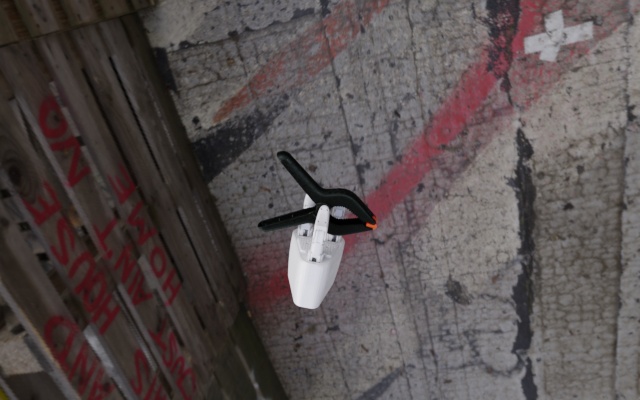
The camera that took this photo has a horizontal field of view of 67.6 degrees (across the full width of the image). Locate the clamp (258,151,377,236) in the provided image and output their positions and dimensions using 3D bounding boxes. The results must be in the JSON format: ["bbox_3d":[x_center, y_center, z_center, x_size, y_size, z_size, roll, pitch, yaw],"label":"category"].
[{"bbox_3d":[0.001,0.003,0.834,0.210,0.165,0.036,11,32,0],"label":"clamp"}]
